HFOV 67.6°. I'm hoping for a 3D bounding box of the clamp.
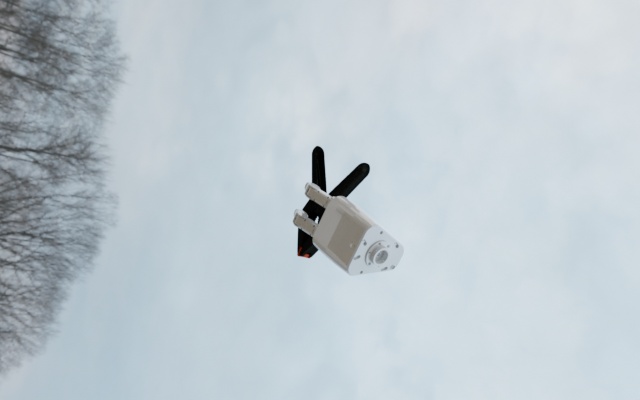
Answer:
[{"bbox_3d":[0.001,0.004,0.878,0.036,0.210,0.164,16,14,-35],"label":"clamp"}]
